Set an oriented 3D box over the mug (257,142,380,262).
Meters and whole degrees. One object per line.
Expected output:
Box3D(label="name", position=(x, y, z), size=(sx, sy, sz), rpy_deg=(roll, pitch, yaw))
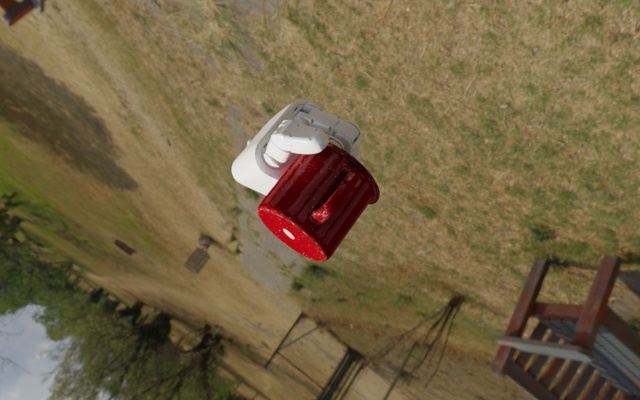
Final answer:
Box3D(label="mug", position=(0.001, 0.001, 0.437), size=(0.093, 0.081, 0.117), rpy_deg=(42, -20, -14))
